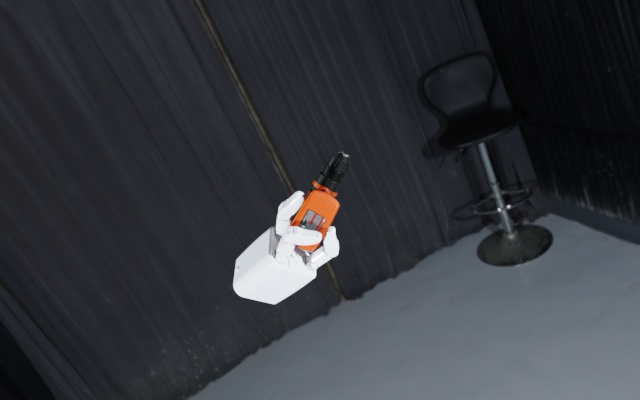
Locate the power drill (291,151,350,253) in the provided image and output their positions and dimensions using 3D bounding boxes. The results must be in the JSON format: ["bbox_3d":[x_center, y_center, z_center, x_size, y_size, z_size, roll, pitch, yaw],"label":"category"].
[{"bbox_3d":[0.000,0.003,0.865,0.057,0.184,0.187,28,13,-2],"label":"power drill"}]
